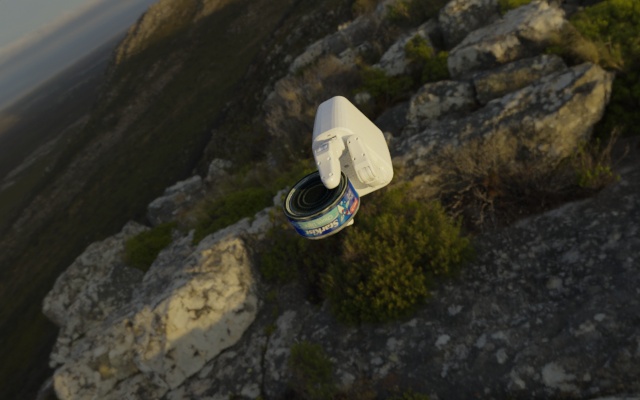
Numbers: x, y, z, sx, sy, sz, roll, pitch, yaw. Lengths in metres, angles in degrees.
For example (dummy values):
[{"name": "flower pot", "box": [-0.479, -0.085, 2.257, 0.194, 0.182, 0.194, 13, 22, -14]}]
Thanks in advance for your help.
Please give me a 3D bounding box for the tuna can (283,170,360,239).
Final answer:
[{"name": "tuna can", "box": [0.000, 0.001, 0.551, 0.086, 0.086, 0.034, 0, -44, 38]}]
